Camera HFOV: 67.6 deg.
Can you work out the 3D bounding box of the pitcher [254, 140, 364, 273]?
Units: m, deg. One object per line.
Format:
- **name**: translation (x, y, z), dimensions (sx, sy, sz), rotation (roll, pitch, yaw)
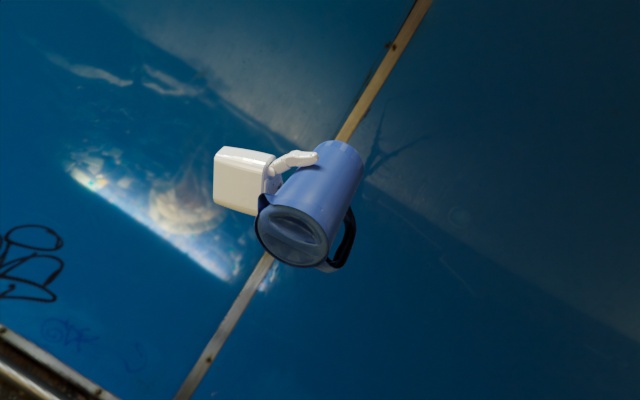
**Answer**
- **pitcher**: translation (0.000, 0.003, 0.852), dimensions (0.145, 0.149, 0.242), rotation (13, 40, 18)
